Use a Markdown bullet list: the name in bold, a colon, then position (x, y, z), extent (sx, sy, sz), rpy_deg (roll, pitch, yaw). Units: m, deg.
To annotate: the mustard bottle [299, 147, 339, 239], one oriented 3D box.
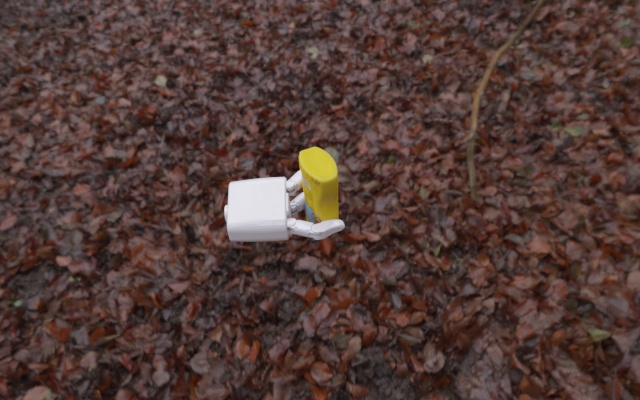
- **mustard bottle**: position (0.000, 0.003, 0.878), extent (0.058, 0.192, 0.096), rpy_deg (-21, 47, -17)
